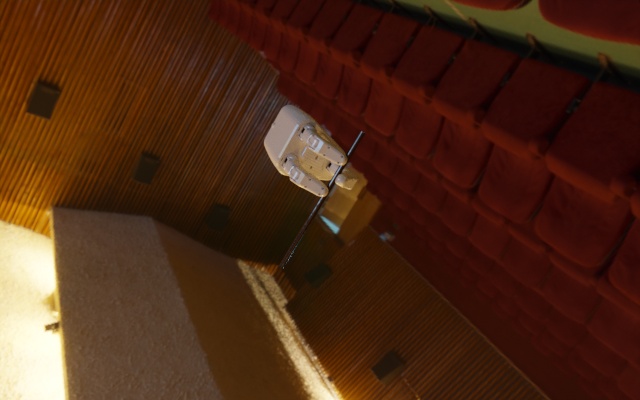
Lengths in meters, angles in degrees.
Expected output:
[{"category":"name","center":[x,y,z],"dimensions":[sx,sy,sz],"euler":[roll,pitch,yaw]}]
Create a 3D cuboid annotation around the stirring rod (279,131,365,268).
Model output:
[{"category":"stirring rod","center":[0.000,0.002,0.710],"dimensions":[0.011,0.239,0.011],"euler":[29,13,-8]}]
